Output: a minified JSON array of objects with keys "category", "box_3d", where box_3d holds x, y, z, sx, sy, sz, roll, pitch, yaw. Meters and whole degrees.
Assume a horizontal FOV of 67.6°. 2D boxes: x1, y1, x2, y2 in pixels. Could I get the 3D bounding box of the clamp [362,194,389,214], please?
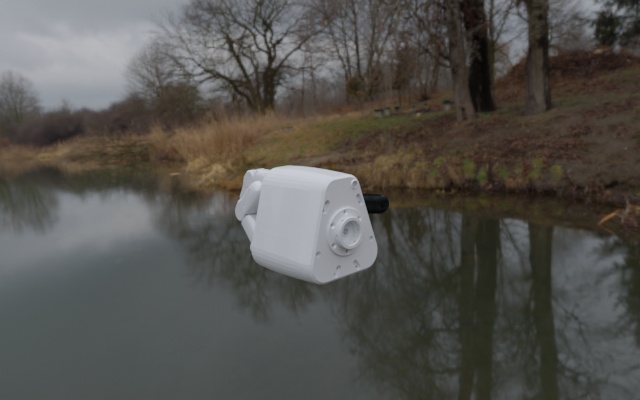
[{"category":"clamp","box_3d":[0.000,0.001,0.617,0.171,0.039,0.120,-13,14,-37]}]
